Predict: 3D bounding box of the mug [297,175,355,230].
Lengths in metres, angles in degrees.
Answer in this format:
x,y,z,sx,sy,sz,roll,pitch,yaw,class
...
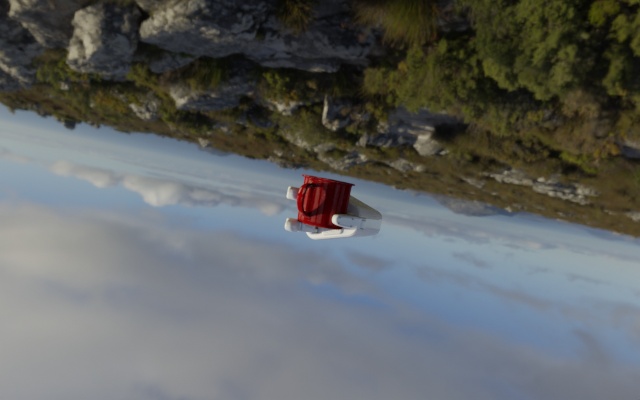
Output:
x,y,z,sx,sy,sz,roll,pitch,yaw,class
-0.001,0.003,0.810,0.093,0.081,0.117,12,2,33,mug
